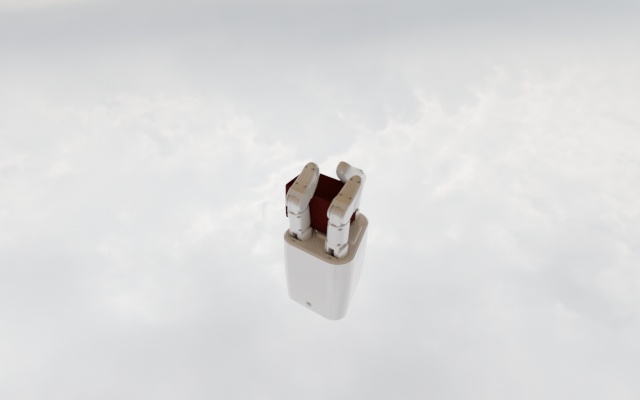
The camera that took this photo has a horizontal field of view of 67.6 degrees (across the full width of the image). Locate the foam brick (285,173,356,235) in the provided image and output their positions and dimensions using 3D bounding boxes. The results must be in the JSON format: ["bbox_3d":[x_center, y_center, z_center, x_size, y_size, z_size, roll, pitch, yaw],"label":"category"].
[{"bbox_3d":[0.000,0.002,0.604,0.078,0.051,0.053,23,39,28],"label":"foam brick"}]
